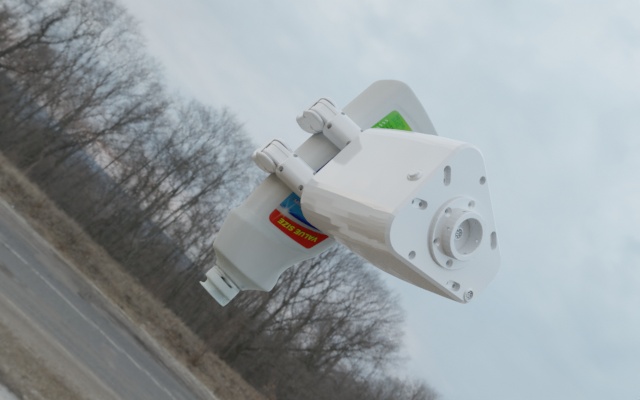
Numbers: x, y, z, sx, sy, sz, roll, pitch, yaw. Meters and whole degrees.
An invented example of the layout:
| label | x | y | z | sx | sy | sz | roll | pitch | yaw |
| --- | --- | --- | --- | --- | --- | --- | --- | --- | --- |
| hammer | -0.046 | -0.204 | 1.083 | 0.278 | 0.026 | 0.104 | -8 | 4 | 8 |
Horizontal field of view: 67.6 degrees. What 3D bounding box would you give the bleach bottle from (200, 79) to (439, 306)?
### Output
| label | x | y | z | sx | sy | sz | roll | pitch | yaw |
| --- | --- | --- | --- | --- | --- | --- | --- | --- | --- |
| bleach bottle | 0.000 | 0.001 | 0.437 | 0.251 | 0.103 | 0.068 | -44 | 28 | -15 |
